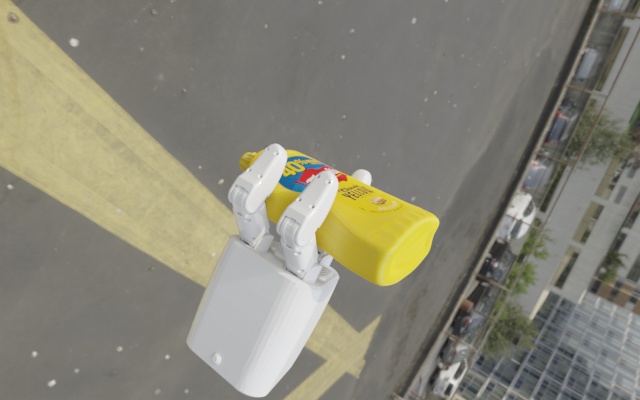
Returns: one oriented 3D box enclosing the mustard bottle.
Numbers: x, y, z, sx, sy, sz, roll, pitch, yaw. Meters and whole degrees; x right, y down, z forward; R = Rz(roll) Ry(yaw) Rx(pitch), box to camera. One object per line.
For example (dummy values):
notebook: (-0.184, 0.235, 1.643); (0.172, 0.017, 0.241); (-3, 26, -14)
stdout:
mustard bottle: (0.000, 0.001, 0.422); (0.191, 0.058, 0.096); (28, 30, 29)
